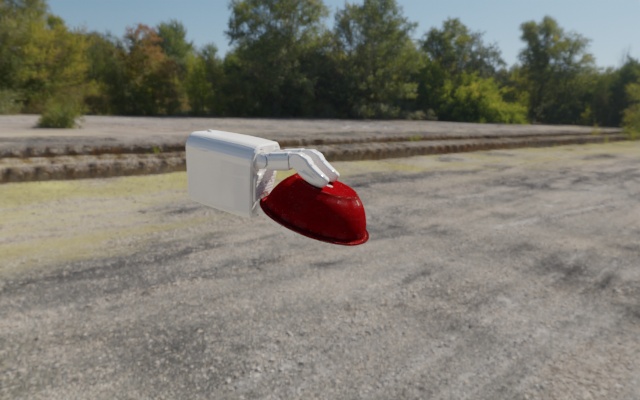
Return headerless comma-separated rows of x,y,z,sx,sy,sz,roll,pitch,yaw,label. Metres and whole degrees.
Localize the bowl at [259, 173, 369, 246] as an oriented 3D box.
0.002,0.002,0.664,0.162,0.055,0.162,18,16,-5,bowl
